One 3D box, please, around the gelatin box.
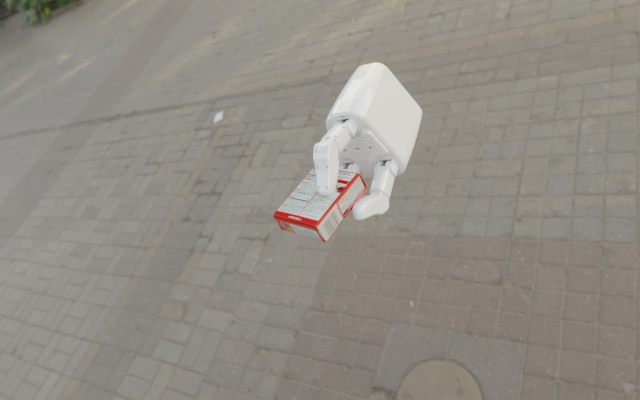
[{"bbox_3d":[0.000,0.002,0.552,0.073,0.030,0.089,12,53,43],"label":"gelatin box"}]
